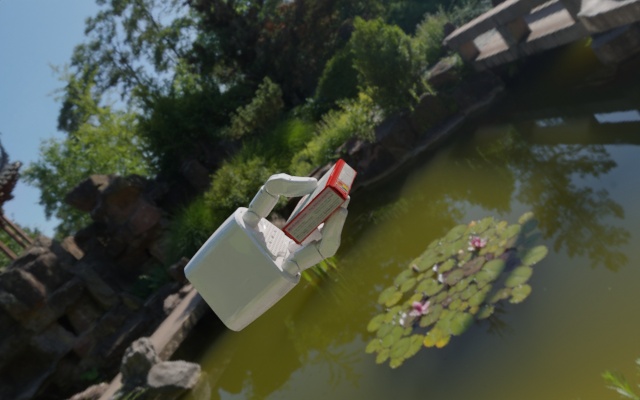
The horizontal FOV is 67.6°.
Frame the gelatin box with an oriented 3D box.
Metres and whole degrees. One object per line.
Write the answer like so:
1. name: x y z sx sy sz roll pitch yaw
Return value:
1. gelatin box: 0.000 0.001 0.561 0.089 0.030 0.073 -45 9 29
